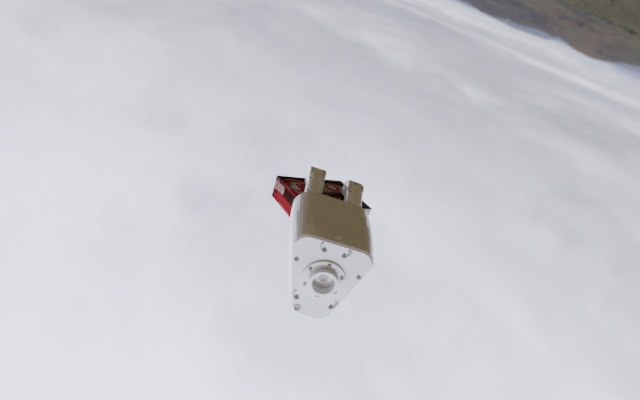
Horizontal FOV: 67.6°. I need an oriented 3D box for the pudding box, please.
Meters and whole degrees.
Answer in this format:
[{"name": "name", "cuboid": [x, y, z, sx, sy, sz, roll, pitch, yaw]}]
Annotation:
[{"name": "pudding box", "cuboid": [0.000, 0.002, 0.672, 0.113, 0.039, 0.090, 5, 26, -34]}]
